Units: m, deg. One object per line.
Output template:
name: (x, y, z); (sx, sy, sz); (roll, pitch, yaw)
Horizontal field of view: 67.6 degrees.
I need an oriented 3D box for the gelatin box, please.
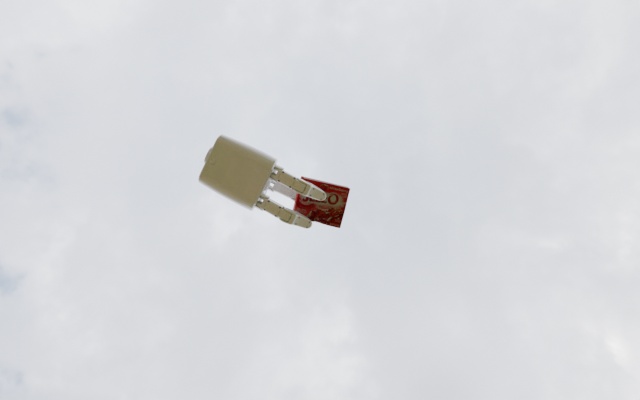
gelatin box: (0.000, 0.003, 0.838); (0.089, 0.073, 0.030); (13, 7, -6)
